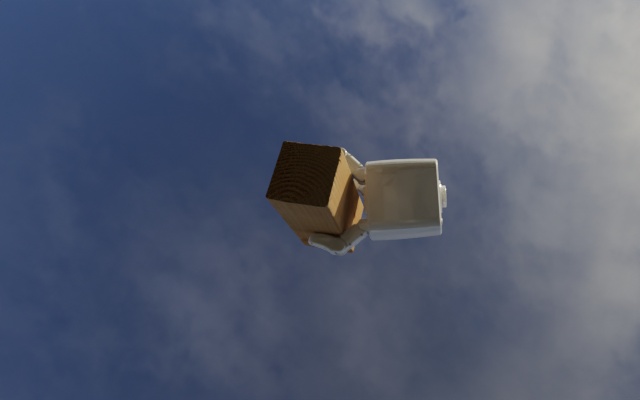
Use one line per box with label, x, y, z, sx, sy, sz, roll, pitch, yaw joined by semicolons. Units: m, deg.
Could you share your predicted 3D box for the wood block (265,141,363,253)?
wood block;0.000;0.003;0.729;0.090;0.090;0.206;9;-21;17
